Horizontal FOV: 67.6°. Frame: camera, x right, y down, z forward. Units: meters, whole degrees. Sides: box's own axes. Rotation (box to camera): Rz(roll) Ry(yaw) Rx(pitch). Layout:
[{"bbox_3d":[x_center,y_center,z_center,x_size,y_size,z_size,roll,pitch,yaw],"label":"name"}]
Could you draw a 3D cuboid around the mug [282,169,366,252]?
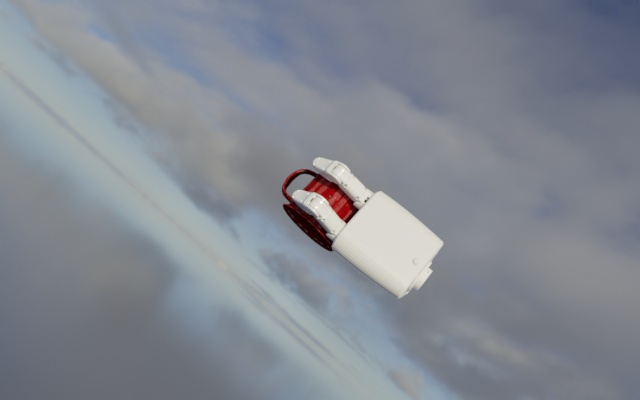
[{"bbox_3d":[-0.001,0.001,0.661,0.117,0.081,0.093,40,-13,15],"label":"mug"}]
